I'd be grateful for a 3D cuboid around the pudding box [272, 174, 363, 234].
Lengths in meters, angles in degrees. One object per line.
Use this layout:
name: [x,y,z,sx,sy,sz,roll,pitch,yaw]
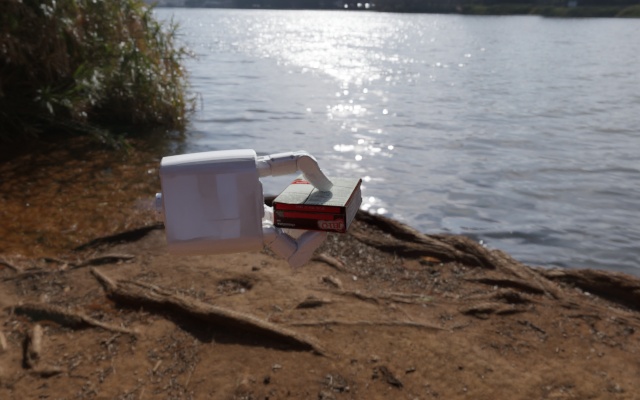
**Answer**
pudding box: [0.000,0.002,0.598,0.090,0.039,0.113,5,23,14]
